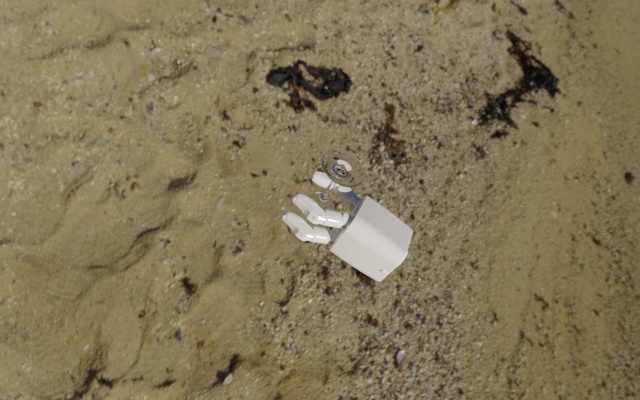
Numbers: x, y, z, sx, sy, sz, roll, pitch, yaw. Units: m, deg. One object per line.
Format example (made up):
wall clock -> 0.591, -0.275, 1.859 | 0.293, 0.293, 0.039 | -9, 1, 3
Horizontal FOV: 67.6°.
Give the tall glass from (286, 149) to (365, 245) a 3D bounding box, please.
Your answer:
tall glass -> 0.000, 0.002, 0.824 | 0.079, 0.079, 0.201 | 0, -33, -26
